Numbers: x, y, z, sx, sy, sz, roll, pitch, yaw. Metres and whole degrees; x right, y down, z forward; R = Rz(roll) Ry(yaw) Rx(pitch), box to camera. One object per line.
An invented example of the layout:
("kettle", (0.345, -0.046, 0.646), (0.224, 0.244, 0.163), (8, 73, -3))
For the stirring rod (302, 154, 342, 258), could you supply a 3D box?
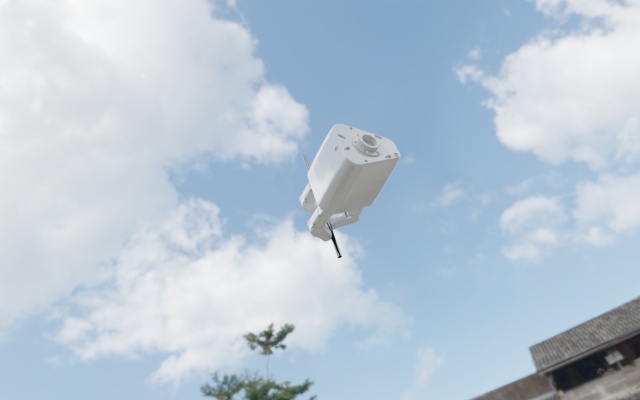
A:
("stirring rod", (0.000, 0.003, 0.858), (0.011, 0.239, 0.011), (-12, -38, -10))
